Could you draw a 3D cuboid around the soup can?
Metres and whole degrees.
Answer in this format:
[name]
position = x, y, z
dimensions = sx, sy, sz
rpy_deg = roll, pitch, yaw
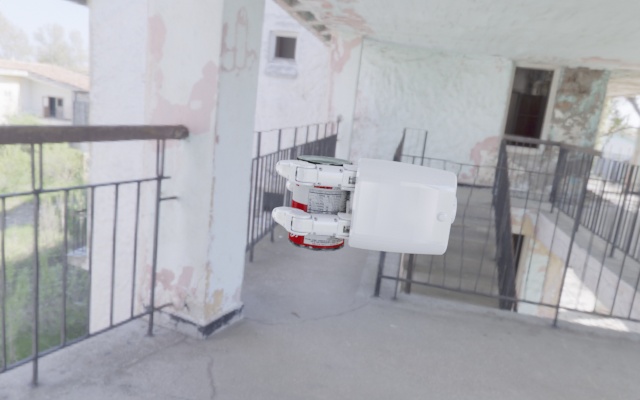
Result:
[soup can]
position = 0.000, 0.001, 0.565
dimensions = 0.068, 0.102, 0.068
rpy_deg = 6, 11, -1
